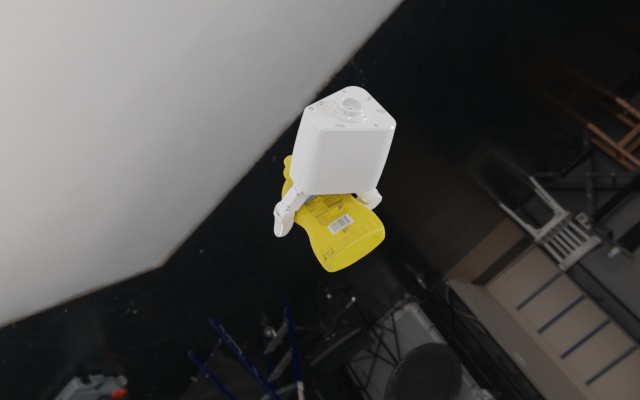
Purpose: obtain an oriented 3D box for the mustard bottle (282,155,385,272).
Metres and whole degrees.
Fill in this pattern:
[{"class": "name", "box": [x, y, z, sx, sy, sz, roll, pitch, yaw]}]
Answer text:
[{"class": "mustard bottle", "box": [0.000, 0.003, 0.677, 0.096, 0.191, 0.058, -33, -32, -7]}]
